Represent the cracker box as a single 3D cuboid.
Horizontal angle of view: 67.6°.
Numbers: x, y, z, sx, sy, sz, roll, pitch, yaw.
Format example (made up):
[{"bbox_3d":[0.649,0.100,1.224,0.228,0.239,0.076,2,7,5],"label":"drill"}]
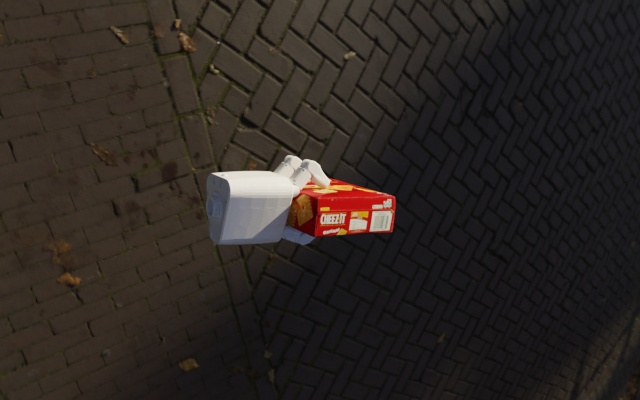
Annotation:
[{"bbox_3d":[0.000,0.003,0.841,0.164,0.072,0.213,-1,13,-34],"label":"cracker box"}]
